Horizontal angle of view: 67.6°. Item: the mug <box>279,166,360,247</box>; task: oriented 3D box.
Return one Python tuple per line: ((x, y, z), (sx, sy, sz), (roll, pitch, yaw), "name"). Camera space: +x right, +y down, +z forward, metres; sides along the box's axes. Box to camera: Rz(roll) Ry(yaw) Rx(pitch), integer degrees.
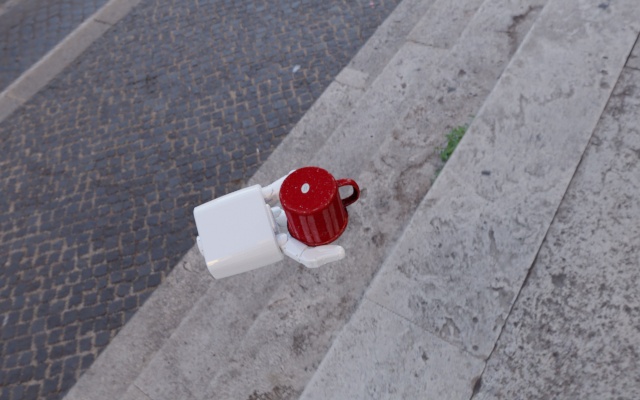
((0.001, 0.002, 0.674), (0.117, 0.093, 0.082), (-19, -36, -2), "mug")
